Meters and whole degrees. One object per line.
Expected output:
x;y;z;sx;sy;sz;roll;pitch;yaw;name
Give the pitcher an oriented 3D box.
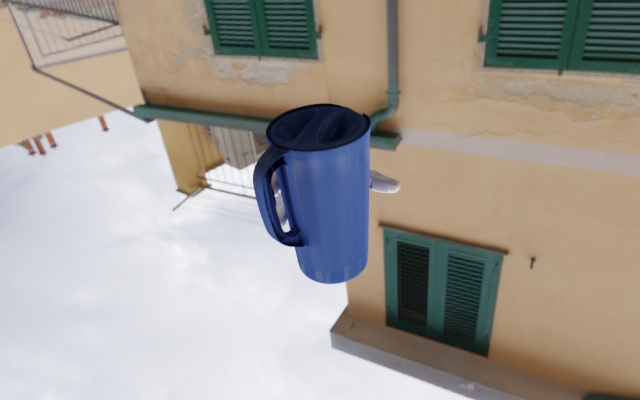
0.000;0.002;0.662;0.149;0.243;0.145;-4;35;4;pitcher
